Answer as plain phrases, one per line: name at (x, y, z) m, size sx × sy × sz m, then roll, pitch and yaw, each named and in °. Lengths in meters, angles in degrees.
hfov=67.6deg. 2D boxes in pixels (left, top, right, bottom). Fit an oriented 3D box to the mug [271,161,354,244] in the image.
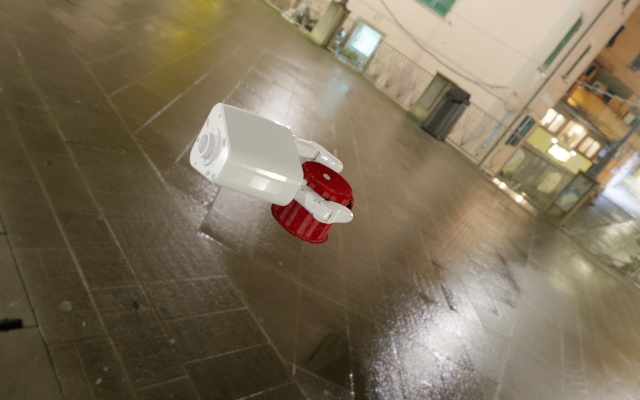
mug at (0.001, 0.002, 0.667) m, size 0.117 × 0.081 × 0.093 m, roll 16°, pitch 28°, yaw -38°
